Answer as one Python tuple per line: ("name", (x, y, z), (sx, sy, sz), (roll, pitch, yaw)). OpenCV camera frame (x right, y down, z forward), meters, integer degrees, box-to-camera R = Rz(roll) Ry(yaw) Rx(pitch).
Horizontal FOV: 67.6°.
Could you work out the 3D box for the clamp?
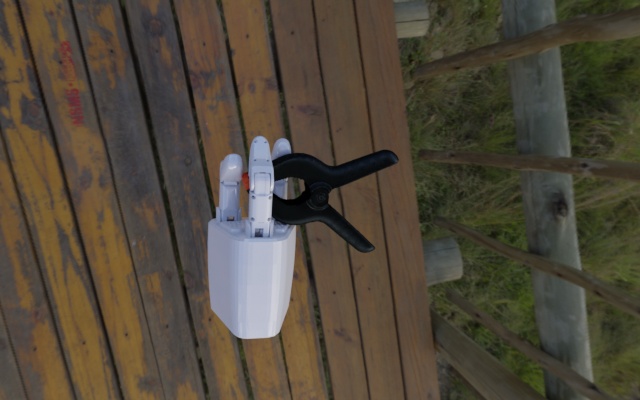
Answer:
("clamp", (0.000, 0.002, 0.523), (0.171, 0.120, 0.039), (1, 10, -13))
